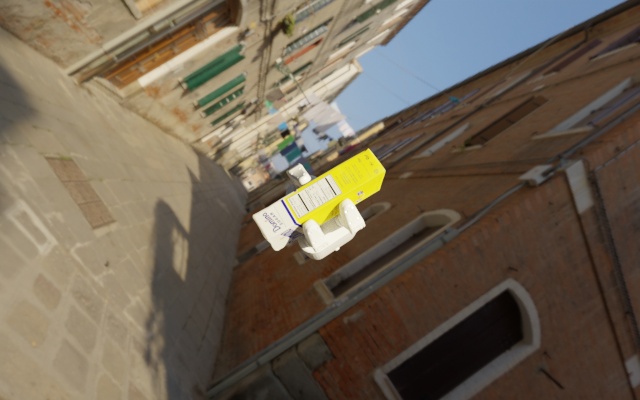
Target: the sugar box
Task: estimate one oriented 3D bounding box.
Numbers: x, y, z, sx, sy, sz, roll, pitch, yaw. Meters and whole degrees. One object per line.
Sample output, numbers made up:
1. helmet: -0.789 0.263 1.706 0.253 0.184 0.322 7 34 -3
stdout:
1. sugar box: 0.000 0.003 0.647 0.176 0.048 0.093 -33 -14 -6
